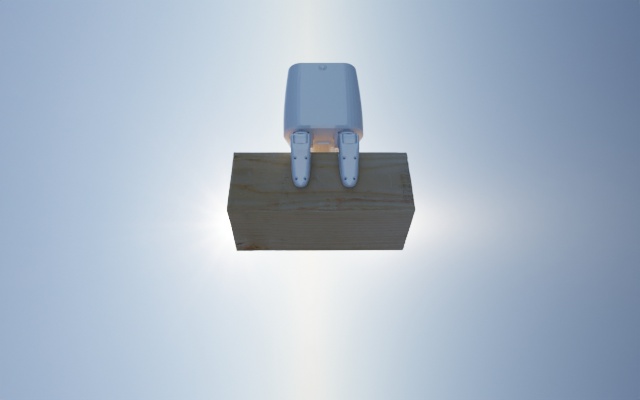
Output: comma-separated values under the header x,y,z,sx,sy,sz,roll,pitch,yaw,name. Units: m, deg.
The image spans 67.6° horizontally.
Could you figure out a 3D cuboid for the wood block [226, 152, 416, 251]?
x,y,z,sx,sy,sz,roll,pitch,yaw,name
0.000,0.002,0.578,0.206,0.090,0.091,0,-36,-1,wood block
